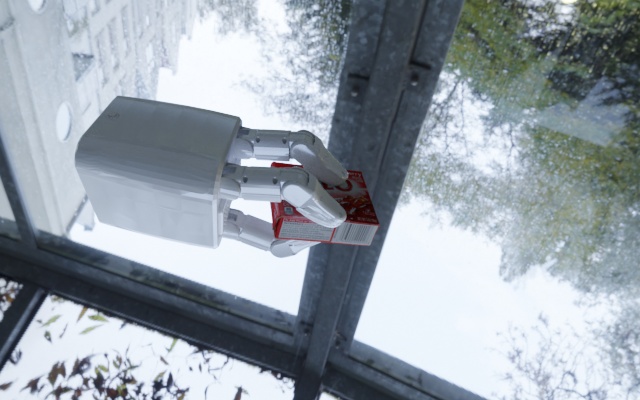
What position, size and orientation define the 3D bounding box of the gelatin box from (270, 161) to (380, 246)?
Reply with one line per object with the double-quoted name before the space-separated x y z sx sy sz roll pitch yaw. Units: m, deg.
"gelatin box" 0.000 0.002 0.420 0.089 0.030 0.073 6 40 -17
